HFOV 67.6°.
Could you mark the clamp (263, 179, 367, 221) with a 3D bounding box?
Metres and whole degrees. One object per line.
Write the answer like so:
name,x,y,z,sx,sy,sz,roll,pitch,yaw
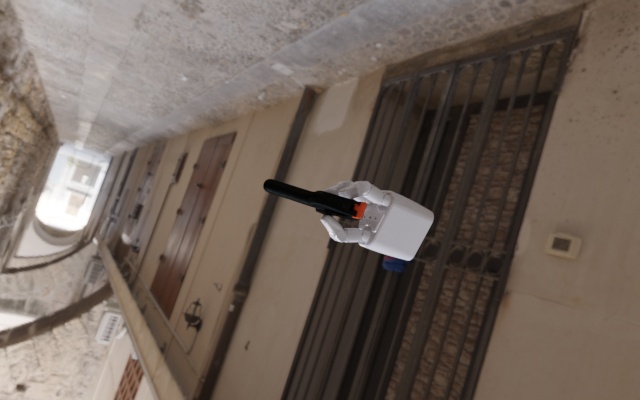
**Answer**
clamp,0.000,0.004,0.836,0.164,0.036,0.210,23,-7,-27
